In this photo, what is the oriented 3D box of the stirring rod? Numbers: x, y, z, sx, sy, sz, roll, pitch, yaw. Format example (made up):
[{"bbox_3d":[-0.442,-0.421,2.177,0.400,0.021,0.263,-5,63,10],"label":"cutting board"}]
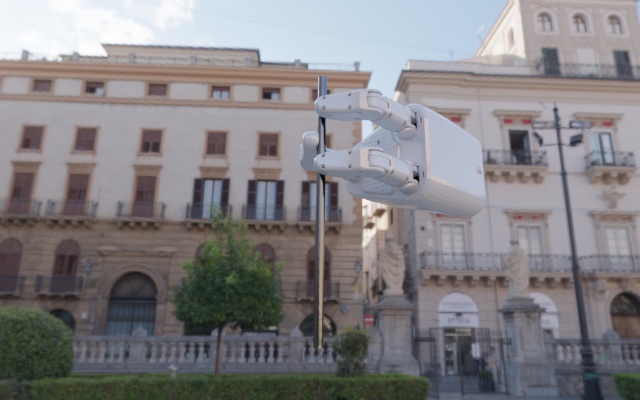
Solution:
[{"bbox_3d":[0.000,0.001,0.411,0.011,0.239,0.011,1,-16,0],"label":"stirring rod"}]
